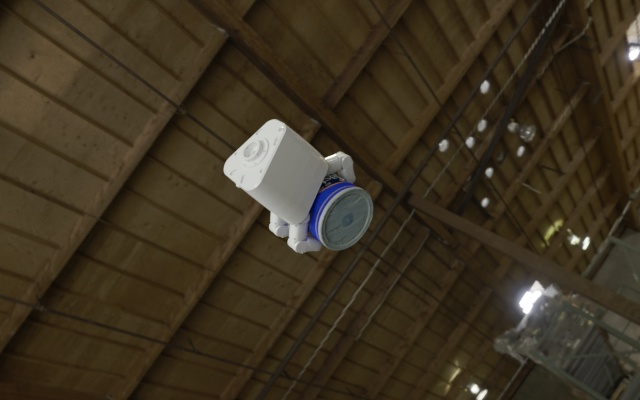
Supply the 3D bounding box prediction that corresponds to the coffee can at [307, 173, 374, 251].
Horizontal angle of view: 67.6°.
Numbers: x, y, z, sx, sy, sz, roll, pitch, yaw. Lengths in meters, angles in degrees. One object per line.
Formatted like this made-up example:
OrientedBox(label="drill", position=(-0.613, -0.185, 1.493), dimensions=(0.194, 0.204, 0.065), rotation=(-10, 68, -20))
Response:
OrientedBox(label="coffee can", position=(0.000, 0.003, 0.761), dimensions=(0.103, 0.103, 0.140), rotation=(0, 23, -40))
